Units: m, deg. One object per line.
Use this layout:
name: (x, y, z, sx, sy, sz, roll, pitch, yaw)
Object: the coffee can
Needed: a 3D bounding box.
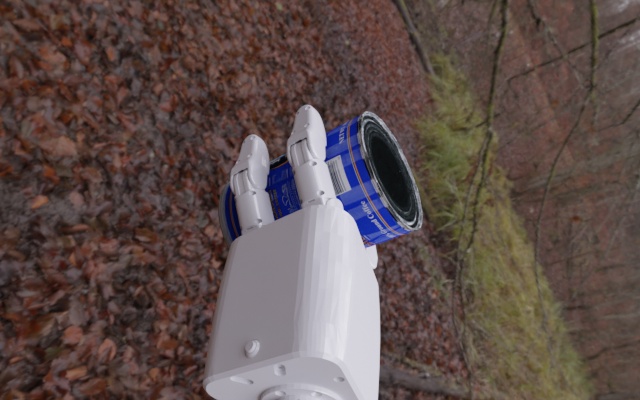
coffee can: (0.000, 0.001, 0.406, 0.140, 0.103, 0.103, -24, -11, 25)
